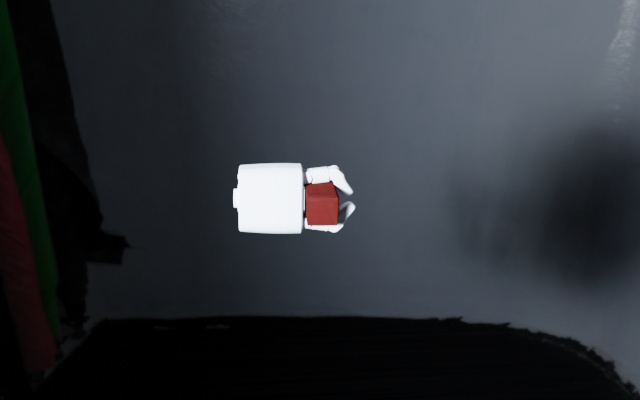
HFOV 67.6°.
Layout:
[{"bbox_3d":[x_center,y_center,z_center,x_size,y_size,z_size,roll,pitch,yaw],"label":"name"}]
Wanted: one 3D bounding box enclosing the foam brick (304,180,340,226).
[{"bbox_3d":[0.000,0.003,0.797,0.051,0.053,0.078,0,24,-7],"label":"foam brick"}]
